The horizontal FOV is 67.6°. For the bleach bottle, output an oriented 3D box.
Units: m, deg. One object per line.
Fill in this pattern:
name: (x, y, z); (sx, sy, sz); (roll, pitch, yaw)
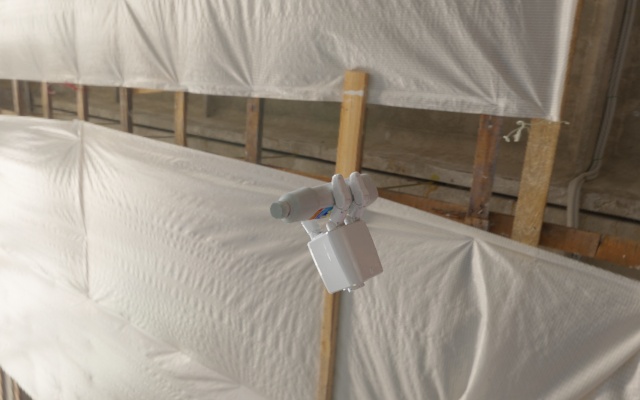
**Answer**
bleach bottle: (0.000, 0.003, 0.886); (0.102, 0.068, 0.251); (-31, -12, 39)
